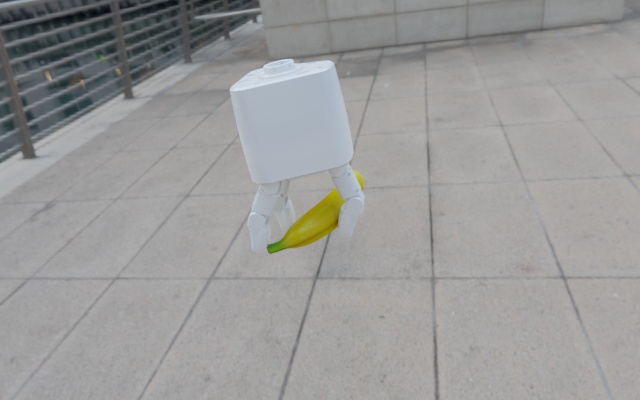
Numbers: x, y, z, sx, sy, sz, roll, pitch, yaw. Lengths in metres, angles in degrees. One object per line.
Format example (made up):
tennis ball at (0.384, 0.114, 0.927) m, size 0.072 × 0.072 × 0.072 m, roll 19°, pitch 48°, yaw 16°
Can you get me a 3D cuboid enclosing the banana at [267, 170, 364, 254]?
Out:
banana at (0.013, 0.005, 0.613) m, size 0.069 × 0.037 × 0.197 m, roll 3°, pitch 31°, yaw 38°
